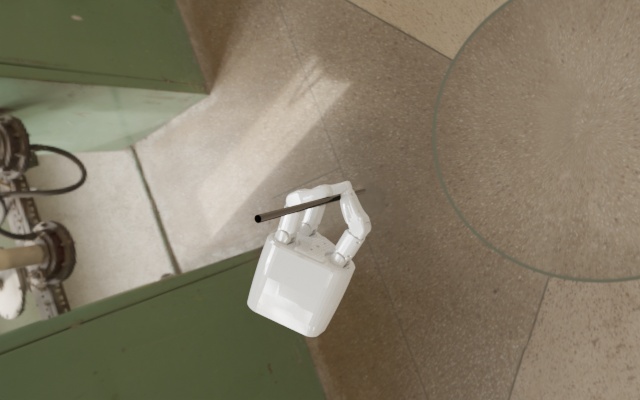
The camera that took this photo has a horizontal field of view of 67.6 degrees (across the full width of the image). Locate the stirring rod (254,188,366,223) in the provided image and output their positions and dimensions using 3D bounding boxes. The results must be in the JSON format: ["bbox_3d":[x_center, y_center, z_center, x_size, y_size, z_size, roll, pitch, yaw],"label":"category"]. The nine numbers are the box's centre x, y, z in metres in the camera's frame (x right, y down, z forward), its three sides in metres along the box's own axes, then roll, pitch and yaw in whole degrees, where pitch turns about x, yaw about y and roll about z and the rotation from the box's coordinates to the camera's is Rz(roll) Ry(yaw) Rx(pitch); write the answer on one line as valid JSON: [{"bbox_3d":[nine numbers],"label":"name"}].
[{"bbox_3d":[0.000,0.002,0.545,0.011,0.011,0.239,0,7,29],"label":"stirring rod"}]
